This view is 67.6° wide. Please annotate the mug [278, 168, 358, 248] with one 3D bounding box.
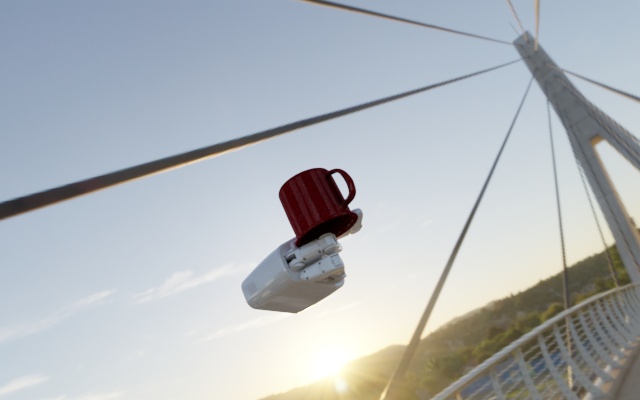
[{"bbox_3d":[0.001,0.001,0.651,0.093,0.081,0.117,-1,-33,-48],"label":"mug"}]
